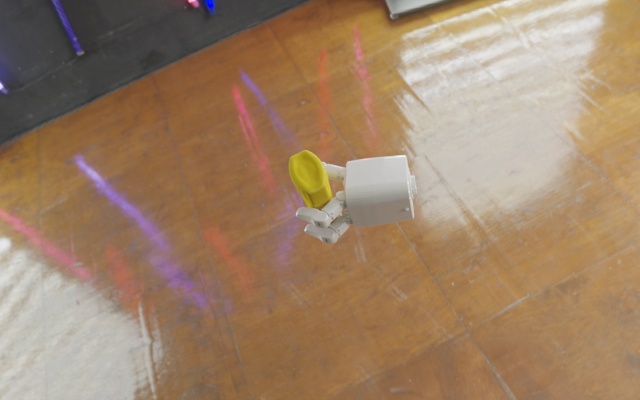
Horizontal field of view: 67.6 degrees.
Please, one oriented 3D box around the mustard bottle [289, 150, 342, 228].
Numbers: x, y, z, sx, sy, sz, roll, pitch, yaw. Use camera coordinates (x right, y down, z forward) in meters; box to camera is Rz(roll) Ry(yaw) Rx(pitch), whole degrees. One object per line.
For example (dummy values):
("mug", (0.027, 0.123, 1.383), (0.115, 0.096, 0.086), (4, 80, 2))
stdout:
("mustard bottle", (0.000, 0.003, 0.858), (0.058, 0.096, 0.192), (-27, -37, -3))
